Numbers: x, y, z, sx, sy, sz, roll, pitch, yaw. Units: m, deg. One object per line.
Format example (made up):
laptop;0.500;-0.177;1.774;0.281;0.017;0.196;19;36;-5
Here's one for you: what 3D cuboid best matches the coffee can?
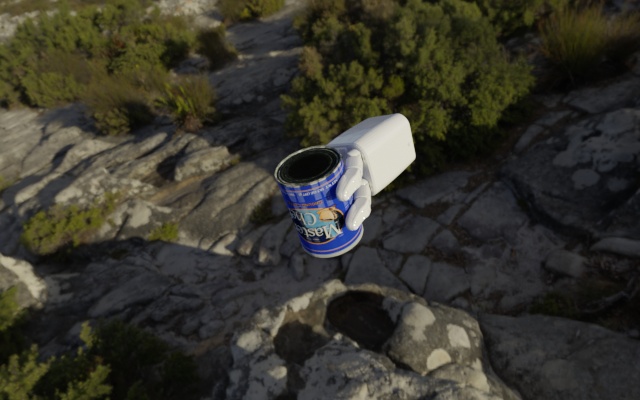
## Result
coffee can;0.000;0.003;0.731;0.103;0.140;0.102;-13;35;9
